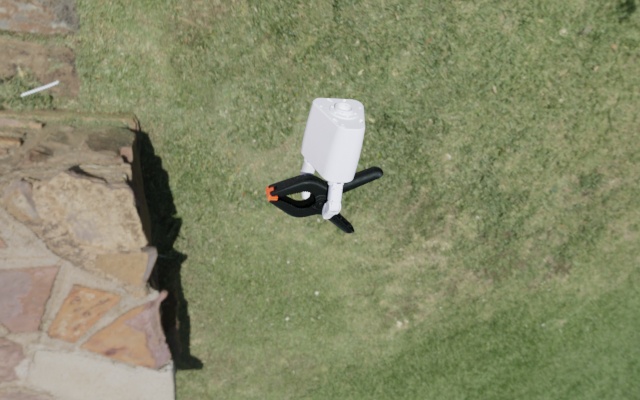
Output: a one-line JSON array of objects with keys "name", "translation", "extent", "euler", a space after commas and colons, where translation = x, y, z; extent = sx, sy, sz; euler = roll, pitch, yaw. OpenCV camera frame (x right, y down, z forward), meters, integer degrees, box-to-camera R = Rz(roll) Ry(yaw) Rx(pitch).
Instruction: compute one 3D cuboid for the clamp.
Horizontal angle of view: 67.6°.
[{"name": "clamp", "translation": [0.000, 0.003, 0.892], "extent": [0.210, 0.165, 0.036], "euler": [-1, 41, -17]}]
